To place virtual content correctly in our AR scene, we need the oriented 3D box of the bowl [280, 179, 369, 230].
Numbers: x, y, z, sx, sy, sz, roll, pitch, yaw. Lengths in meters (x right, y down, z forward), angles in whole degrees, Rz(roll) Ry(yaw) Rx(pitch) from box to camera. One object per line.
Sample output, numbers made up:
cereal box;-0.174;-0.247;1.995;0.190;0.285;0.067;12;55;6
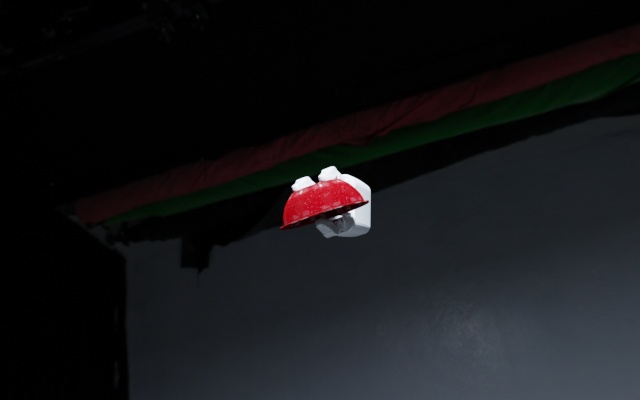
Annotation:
bowl;0.000;0.002;0.830;0.162;0.055;0.162;-17;-6;-2
